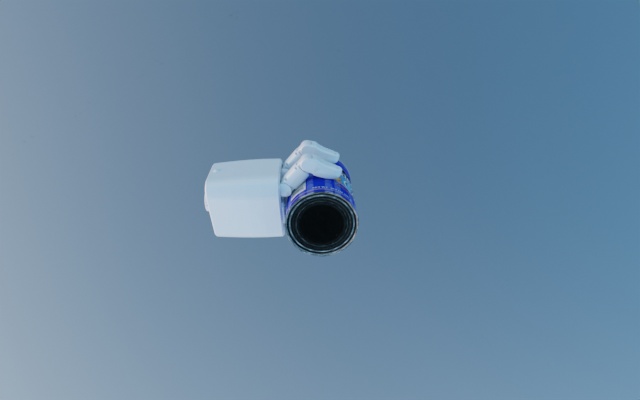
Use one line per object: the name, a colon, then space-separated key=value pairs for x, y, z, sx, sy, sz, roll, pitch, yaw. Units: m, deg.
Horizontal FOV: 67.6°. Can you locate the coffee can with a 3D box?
coffee can: x=0.000 y=0.002 z=0.716 sx=0.103 sy=0.103 sz=0.140 roll=0 pitch=27 yaw=-2
